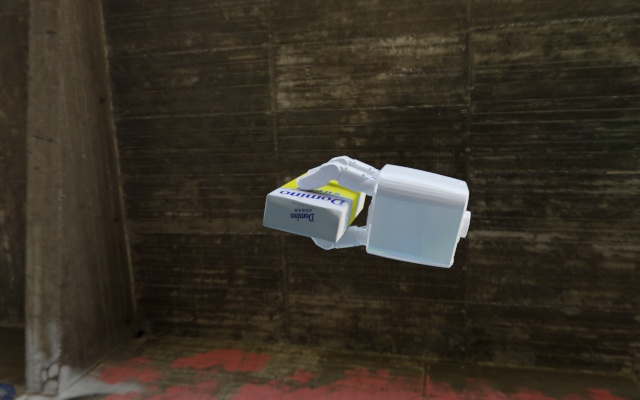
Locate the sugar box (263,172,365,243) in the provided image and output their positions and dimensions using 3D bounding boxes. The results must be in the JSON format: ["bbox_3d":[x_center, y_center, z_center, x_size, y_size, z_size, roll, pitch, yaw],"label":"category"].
[{"bbox_3d":[0.000,0.002,0.626,0.093,0.048,0.176,13,13,11],"label":"sugar box"}]
